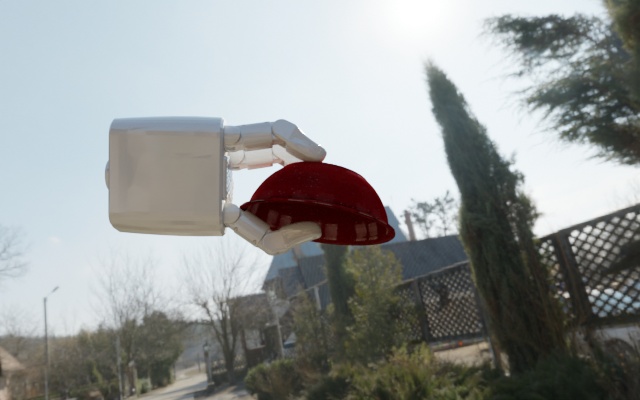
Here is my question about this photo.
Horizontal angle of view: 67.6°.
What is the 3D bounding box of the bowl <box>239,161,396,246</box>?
[{"bbox_3d":[0.001,0.002,0.497,0.162,0.055,0.162,9,-17,3],"label":"bowl"}]
